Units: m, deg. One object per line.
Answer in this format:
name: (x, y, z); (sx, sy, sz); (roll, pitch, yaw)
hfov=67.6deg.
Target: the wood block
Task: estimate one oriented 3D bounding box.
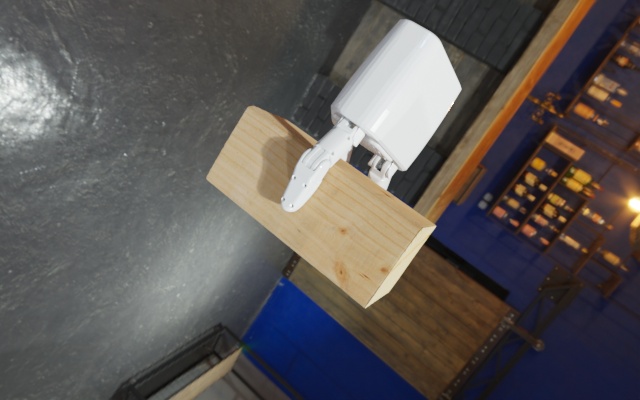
wood block: (0.000, 0.001, 0.483); (0.206, 0.090, 0.091); (37, 12, 18)
